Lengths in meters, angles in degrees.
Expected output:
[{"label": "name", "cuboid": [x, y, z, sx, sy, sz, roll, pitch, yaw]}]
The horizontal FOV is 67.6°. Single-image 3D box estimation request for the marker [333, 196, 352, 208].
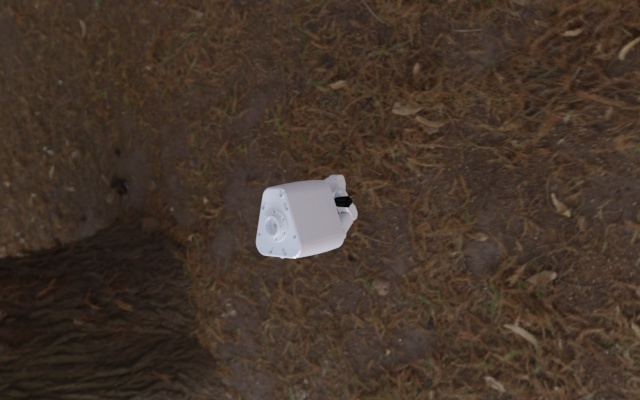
[{"label": "marker", "cuboid": [0.000, 0.003, 0.787, 0.121, 0.020, 0.020, 0, 0, 38]}]
